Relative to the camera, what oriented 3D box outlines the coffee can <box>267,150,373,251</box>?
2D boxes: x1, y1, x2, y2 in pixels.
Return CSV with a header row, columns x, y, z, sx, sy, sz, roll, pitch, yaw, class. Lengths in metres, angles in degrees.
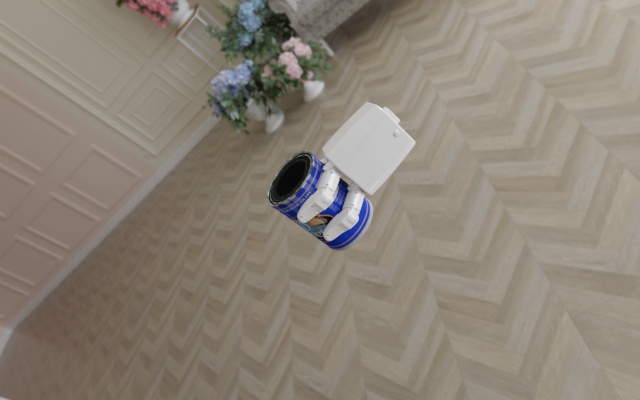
x,y,z,sx,sy,sz,roll,pitch,yaw,class
0.000,0.003,0.760,0.140,0.102,0.103,38,-21,-30,coffee can
